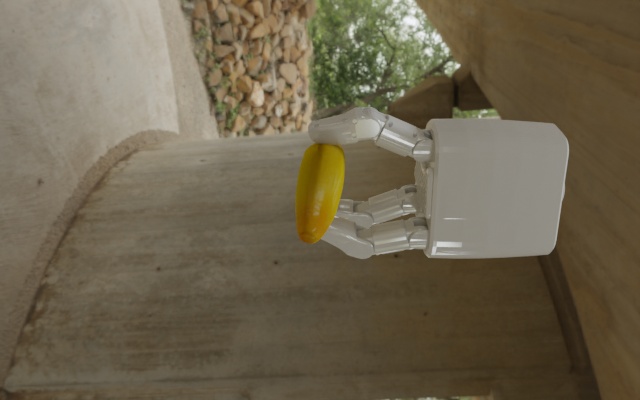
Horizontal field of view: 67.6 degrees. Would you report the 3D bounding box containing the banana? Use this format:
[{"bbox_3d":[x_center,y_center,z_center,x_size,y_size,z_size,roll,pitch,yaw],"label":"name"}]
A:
[{"bbox_3d":[0.002,-0.018,0.408,0.037,0.069,0.198,5,8,0],"label":"banana"}]
